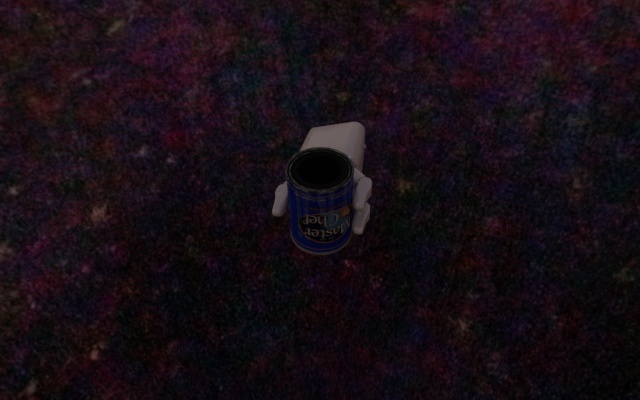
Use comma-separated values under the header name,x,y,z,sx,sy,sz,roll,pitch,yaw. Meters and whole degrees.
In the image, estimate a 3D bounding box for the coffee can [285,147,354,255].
name,x,y,z,sx,sy,sz,roll,pitch,yaw
coffee can,0.000,0.003,0.751,0.103,0.140,0.102,-1,45,1
